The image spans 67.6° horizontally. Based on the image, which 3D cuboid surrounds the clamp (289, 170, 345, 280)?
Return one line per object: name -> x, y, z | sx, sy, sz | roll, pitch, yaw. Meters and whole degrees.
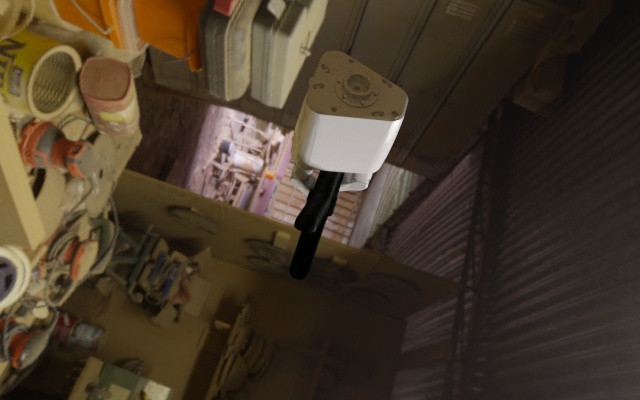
clamp -> 0.001, 0.002, 0.582 | 0.039, 0.171, 0.120 | 19, -28, 0
